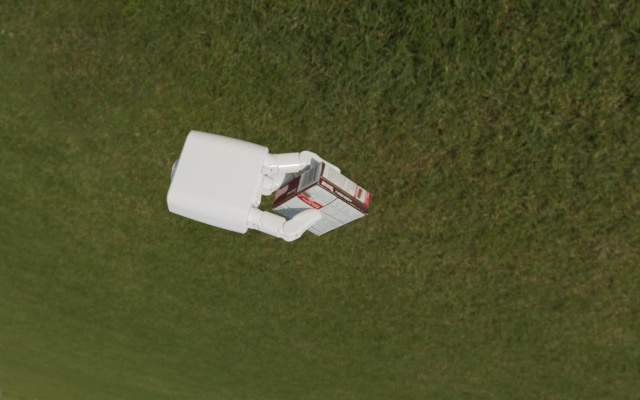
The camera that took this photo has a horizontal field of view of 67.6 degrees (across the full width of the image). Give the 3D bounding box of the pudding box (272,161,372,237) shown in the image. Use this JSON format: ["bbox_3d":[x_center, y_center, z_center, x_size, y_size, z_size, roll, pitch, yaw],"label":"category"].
[{"bbox_3d":[0.000,0.002,0.659,0.090,0.039,0.113,31,-34,-26],"label":"pudding box"}]
